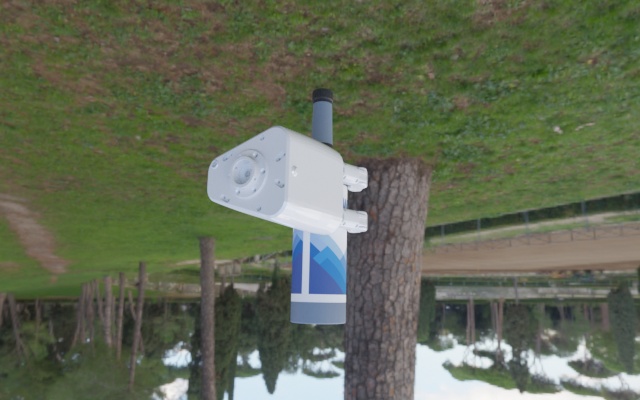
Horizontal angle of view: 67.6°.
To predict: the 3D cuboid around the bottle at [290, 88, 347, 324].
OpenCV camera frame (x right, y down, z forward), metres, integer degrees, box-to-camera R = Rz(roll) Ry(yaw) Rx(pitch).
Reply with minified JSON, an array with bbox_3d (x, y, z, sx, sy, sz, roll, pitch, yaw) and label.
[{"bbox_3d":[0.000,0.002,0.601,0.069,0.295,0.069,1,-11,0],"label":"bottle"}]
